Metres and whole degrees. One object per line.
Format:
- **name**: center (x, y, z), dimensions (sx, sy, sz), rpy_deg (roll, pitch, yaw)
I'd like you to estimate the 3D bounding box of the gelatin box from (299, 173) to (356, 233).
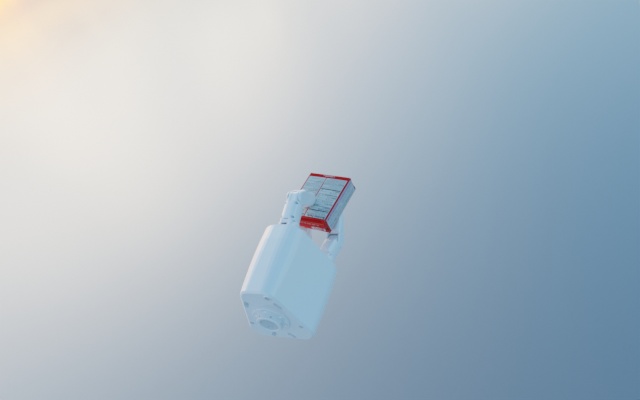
- **gelatin box**: center (0.000, 0.002, 0.713), dimensions (0.073, 0.089, 0.030), rpy_deg (9, -36, 33)
